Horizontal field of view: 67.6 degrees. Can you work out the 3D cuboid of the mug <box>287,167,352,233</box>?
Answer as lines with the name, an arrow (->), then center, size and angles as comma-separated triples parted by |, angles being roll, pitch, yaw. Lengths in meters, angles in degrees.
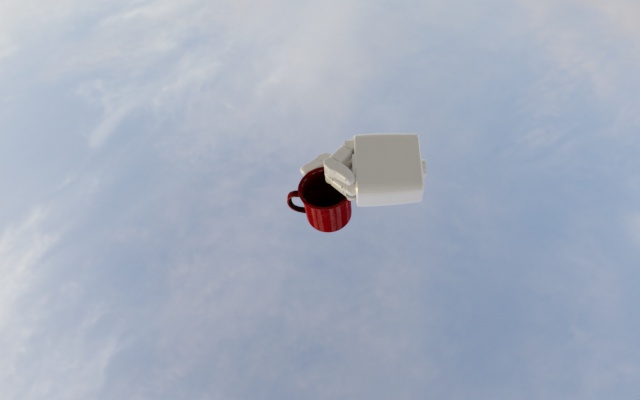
mug -> -0.001, 0.003, 0.829 | 0.117, 0.093, 0.082 | -3, -37, 5
